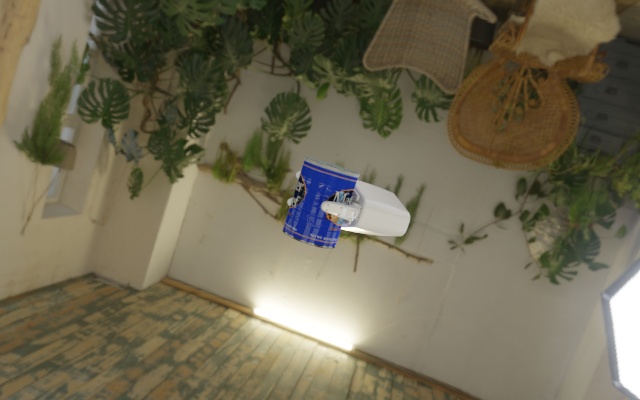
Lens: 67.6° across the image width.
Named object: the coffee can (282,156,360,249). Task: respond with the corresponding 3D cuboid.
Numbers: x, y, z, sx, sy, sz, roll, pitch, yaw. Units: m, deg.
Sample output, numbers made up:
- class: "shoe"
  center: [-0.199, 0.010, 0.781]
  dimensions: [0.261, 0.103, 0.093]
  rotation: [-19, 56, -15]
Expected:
- class: "coffee can"
  center: [0.000, 0.003, 0.858]
  dimensions: [0.103, 0.140, 0.103]
  rotation: [18, 7, -2]
